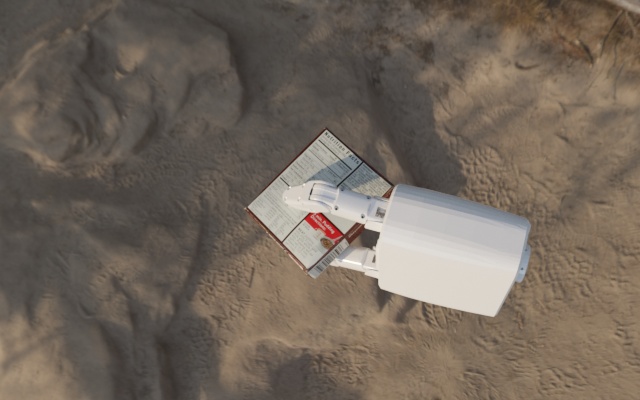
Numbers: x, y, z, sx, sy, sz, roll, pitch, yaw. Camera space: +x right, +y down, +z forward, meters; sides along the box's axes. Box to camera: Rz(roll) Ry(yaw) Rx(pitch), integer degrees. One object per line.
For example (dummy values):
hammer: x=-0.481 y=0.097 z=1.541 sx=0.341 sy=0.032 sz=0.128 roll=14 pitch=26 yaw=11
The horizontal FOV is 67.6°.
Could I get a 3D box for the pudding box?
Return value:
pudding box: x=0.000 y=0.001 z=0.447 sx=0.090 sy=0.113 sz=0.039 roll=44 pitch=-6 yaw=19
